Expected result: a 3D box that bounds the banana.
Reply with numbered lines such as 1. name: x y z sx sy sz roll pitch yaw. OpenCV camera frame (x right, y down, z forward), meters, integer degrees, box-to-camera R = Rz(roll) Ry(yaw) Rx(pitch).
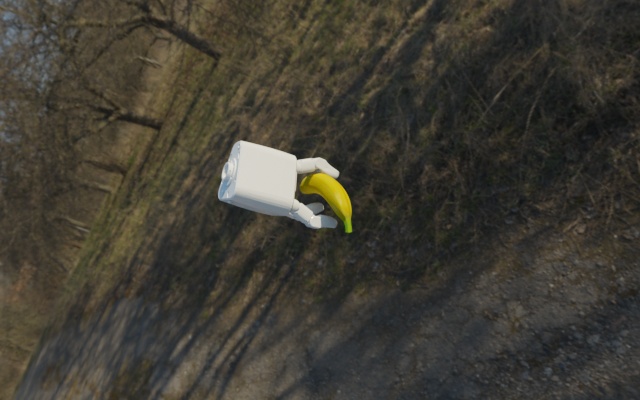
1. banana: 0.006 -0.013 0.863 0.037 0.070 0.197 6 20 -28
